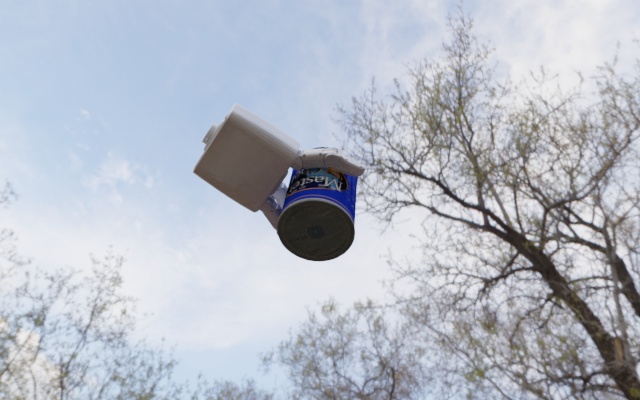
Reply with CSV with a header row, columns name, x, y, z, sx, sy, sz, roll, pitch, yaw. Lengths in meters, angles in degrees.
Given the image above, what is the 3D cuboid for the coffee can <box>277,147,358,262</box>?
name,x,y,z,sx,sy,sz,roll,pitch,yaw
coffee can,0.000,0.002,0.678,0.103,0.103,0.140,0,35,6
